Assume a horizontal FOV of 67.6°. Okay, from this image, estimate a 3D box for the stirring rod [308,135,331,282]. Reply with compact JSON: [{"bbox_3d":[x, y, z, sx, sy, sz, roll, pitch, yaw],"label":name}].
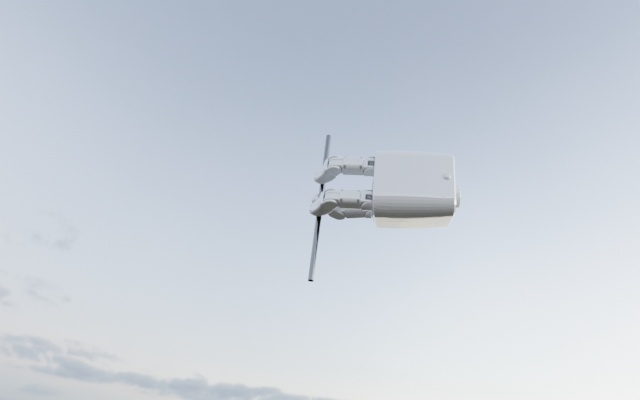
[{"bbox_3d":[0.000,0.002,0.686,0.011,0.239,0.011,5,-30,3],"label":"stirring rod"}]
